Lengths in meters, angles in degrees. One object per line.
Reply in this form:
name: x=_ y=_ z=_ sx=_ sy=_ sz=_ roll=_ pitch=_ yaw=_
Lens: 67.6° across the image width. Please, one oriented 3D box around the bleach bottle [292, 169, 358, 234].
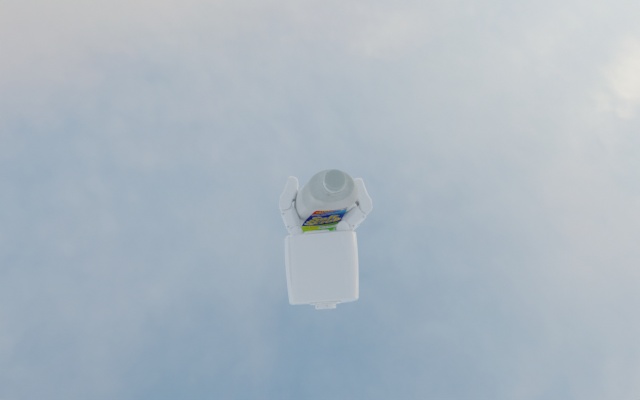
bleach bottle: x=0.000 y=0.002 z=0.768 sx=0.102 sy=0.068 sz=0.251 roll=-2 pitch=-14 yaw=-6
